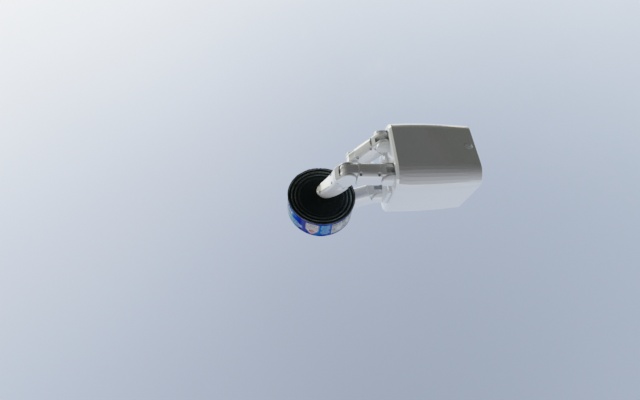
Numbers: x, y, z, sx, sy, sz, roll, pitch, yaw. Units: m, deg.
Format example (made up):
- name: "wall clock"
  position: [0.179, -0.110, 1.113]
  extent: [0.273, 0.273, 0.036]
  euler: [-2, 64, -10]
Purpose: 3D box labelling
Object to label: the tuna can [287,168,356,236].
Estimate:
- name: "tuna can"
  position: [0.000, 0.002, 0.611]
  extent: [0.086, 0.086, 0.034]
  euler: [0, -34, -6]
